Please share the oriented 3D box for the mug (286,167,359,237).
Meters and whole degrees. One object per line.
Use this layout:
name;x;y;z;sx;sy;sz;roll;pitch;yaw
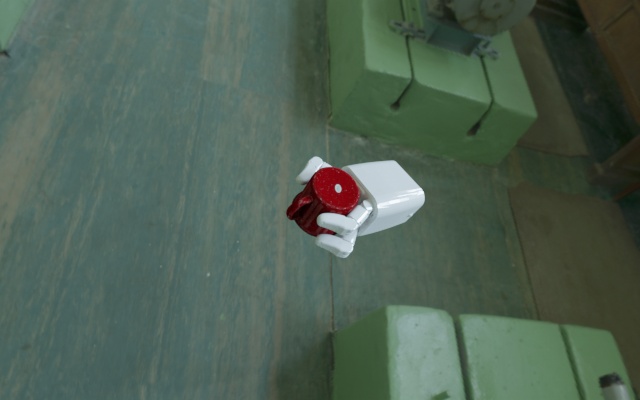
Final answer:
mug;-0.001;0.003;0.750;0.117;0.093;0.081;-12;-25;-31
